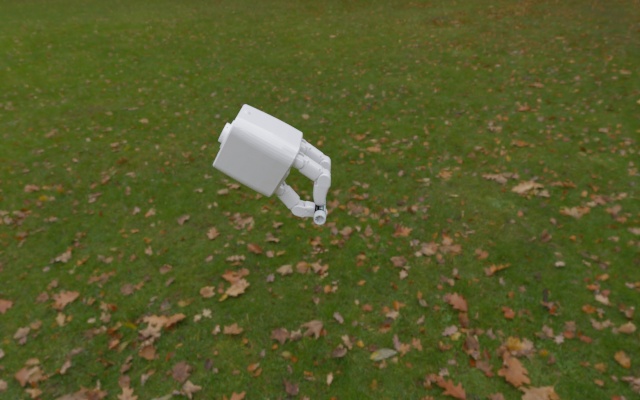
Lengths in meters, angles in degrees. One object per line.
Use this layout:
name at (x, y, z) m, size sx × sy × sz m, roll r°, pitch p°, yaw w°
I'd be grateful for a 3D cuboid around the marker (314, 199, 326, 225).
marker at (0.000, 0.003, 0.796) m, size 0.020 × 0.020 × 0.121 m, roll 0°, pitch 28°, yaw 2°
